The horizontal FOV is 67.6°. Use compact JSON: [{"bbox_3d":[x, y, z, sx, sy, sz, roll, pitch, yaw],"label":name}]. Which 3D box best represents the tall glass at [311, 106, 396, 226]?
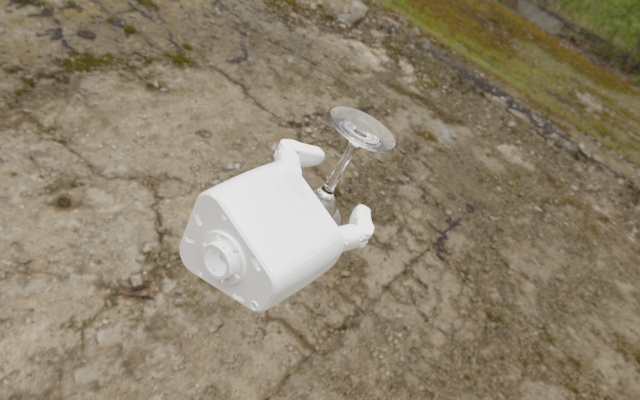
[{"bbox_3d":[0.000,0.001,0.521,0.079,0.201,0.079,20,34,-14],"label":"tall glass"}]
